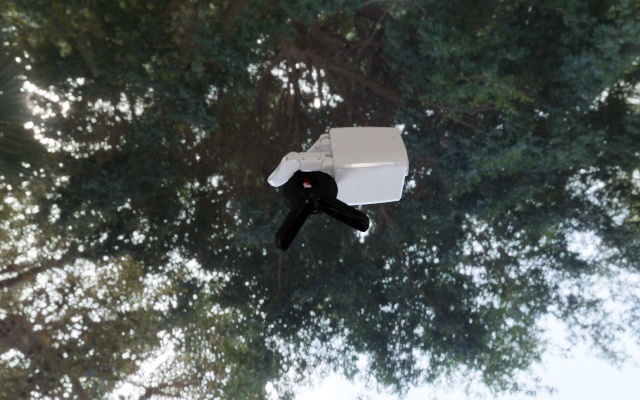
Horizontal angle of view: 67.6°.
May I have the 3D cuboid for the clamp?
[{"bbox_3d":[0.000,0.003,0.648,0.120,0.039,0.171,-3,37,0],"label":"clamp"}]
